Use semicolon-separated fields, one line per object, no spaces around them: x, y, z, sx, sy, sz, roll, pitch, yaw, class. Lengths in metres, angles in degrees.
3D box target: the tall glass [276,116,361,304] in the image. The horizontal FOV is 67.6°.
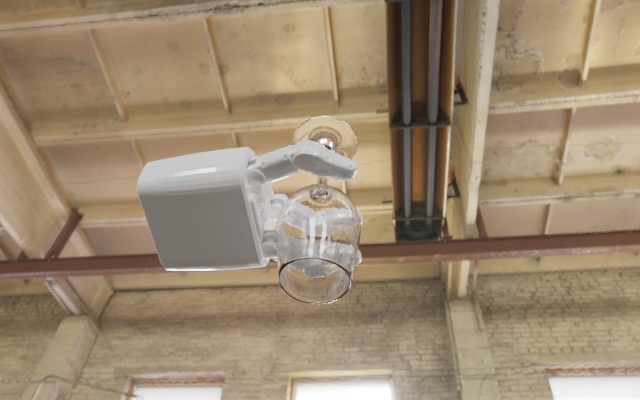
0.000;0.001;0.471;0.079;0.079;0.200;0;42;4;tall glass
